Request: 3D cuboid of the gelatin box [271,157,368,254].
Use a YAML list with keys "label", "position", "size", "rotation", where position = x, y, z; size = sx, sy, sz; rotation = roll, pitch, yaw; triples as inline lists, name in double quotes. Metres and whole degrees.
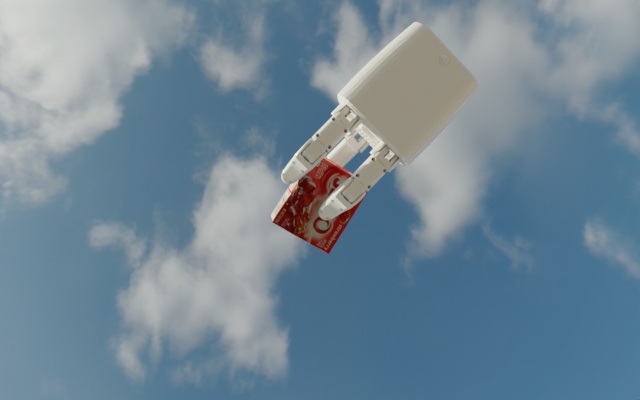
- label: "gelatin box"
  position: [0.000, 0.002, 0.517]
  size: [0.073, 0.089, 0.030]
  rotation: [31, 8, -14]
